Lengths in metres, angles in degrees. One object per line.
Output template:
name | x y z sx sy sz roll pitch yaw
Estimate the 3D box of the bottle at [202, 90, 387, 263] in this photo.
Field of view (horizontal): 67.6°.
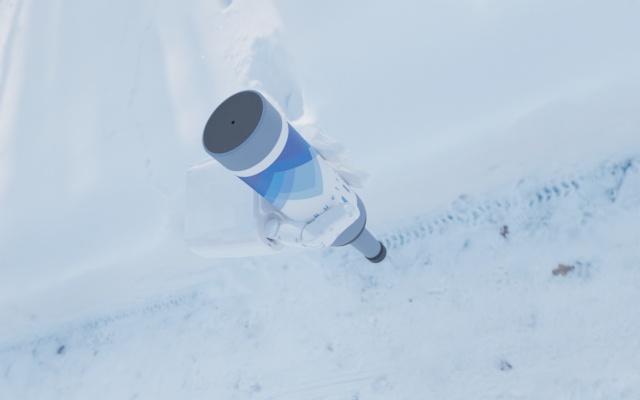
bottle | 0.000 0.002 0.502 0.069 0.069 0.296 0 -27 34
